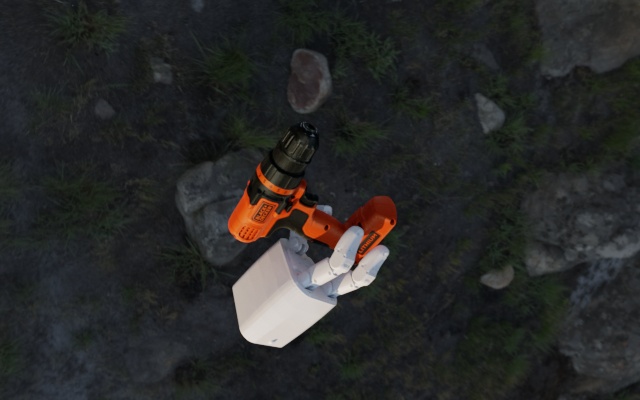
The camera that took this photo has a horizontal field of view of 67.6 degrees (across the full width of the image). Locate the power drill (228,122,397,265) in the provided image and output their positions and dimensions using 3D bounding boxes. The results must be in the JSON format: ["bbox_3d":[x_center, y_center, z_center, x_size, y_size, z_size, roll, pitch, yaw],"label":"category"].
[{"bbox_3d":[0.000,0.002,0.600,0.188,0.057,0.184,22,-52,-23],"label":"power drill"}]
